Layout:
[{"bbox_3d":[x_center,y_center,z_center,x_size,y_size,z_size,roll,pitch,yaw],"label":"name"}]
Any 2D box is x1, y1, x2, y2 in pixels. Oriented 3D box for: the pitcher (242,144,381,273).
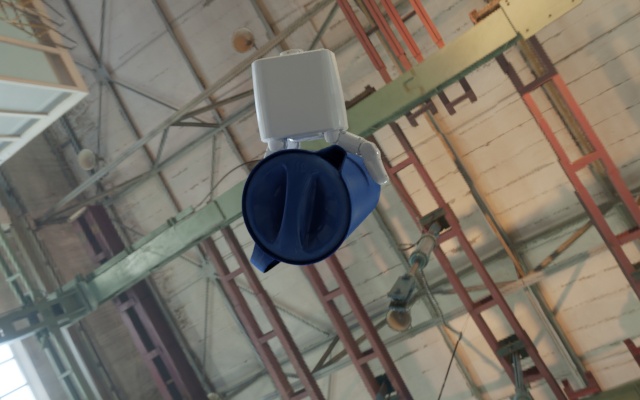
[{"bbox_3d":[0.000,0.002,0.645,0.149,0.145,0.243,-8,4,19],"label":"pitcher"}]
